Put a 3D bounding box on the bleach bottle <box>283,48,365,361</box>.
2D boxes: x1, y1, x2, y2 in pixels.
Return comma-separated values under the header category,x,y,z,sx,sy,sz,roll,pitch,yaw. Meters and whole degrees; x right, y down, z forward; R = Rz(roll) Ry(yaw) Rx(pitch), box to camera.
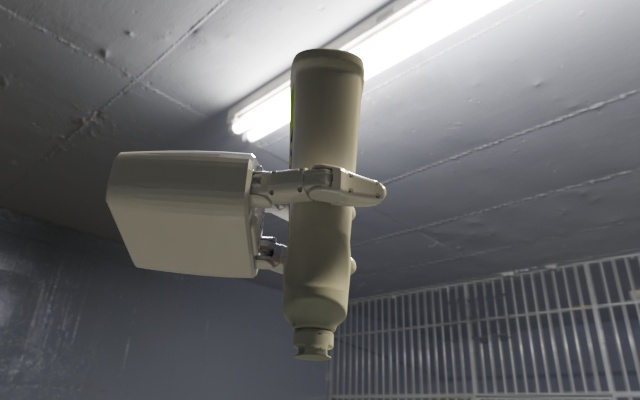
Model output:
category,x,y,z,sx,sy,sz,roll,pitch,yaw
bleach bottle,0.000,0.001,0.403,0.068,0.250,0.103,3,-26,-1
